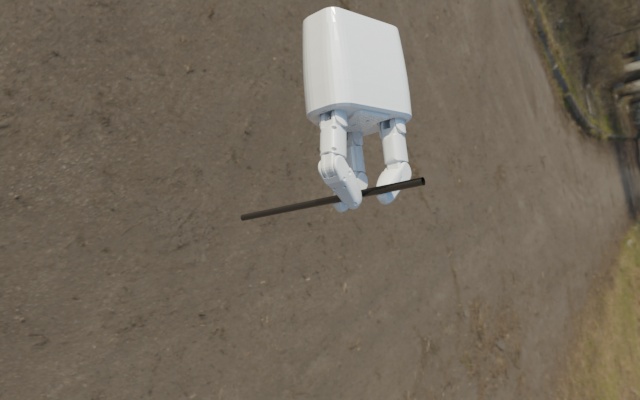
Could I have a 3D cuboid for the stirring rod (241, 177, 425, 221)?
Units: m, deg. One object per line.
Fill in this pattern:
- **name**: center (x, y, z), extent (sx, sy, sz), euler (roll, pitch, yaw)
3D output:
- **stirring rod**: center (0.000, 0.002, 0.512), extent (0.239, 0.011, 0.011), euler (-12, -7, 36)
